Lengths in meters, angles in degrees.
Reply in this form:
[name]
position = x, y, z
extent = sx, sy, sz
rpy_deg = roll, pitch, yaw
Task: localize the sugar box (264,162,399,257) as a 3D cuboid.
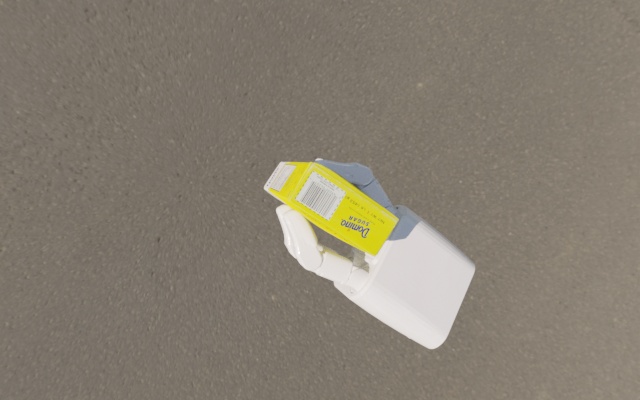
[sugar box]
position = 0.000, 0.002, 0.479
extent = 0.093, 0.048, 0.176
rpy_deg = 34, -6, -13
